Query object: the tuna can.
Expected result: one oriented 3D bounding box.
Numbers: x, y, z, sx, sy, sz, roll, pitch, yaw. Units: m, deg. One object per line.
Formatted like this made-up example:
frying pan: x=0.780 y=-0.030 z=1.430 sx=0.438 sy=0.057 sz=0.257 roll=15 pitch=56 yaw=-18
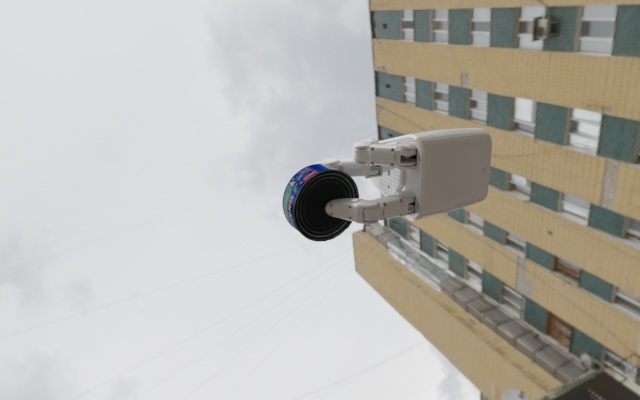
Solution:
tuna can: x=0.000 y=0.002 z=0.548 sx=0.086 sy=0.086 sz=0.033 roll=0 pitch=18 yaw=-32
